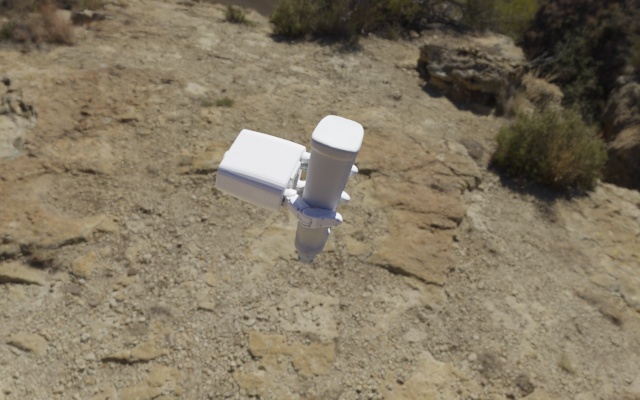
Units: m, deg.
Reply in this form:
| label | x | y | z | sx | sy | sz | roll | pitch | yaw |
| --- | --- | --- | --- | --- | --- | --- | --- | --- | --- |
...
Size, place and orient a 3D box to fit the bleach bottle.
| label | x | y | z | sx | sy | sz | roll | pitch | yaw |
| --- | --- | --- | --- | --- | --- | --- | --- | --- | --- |
| bleach bottle | 0.000 | 0.002 | 0.735 | 0.068 | 0.251 | 0.102 | 18 | 35 | 4 |
